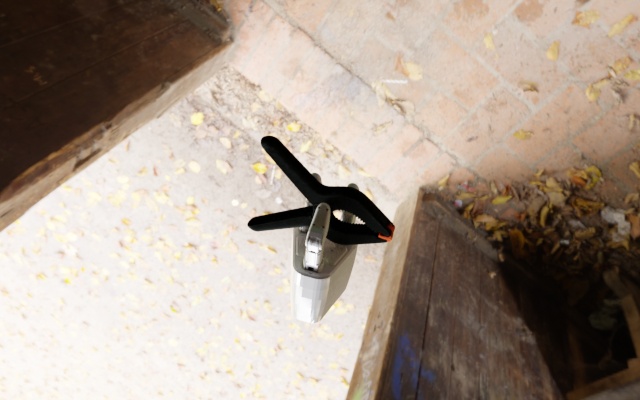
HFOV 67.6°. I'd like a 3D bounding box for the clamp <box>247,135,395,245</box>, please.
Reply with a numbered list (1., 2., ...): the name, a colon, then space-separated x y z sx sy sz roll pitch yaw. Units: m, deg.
1. clamp: 0.000 0.003 0.643 0.210 0.165 0.036 15 41 9
